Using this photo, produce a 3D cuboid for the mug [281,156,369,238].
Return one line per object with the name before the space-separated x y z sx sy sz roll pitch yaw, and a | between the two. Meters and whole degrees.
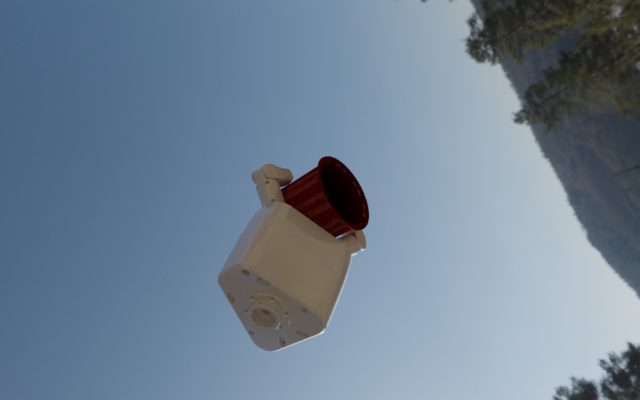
mug | 0.000 0.001 0.567 0.081 0.093 0.117 -30 19 29
